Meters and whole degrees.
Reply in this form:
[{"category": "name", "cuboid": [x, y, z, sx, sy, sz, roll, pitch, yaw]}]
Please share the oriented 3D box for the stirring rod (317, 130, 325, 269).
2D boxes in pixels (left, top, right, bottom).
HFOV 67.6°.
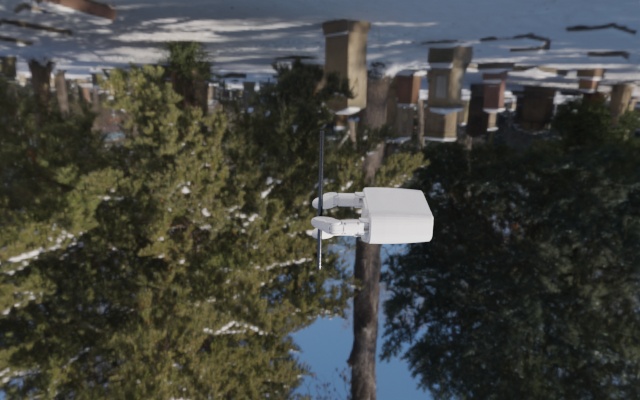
[{"category": "stirring rod", "cuboid": [0.000, 0.003, 0.806, 0.011, 0.239, 0.011, 1, 14, 0]}]
